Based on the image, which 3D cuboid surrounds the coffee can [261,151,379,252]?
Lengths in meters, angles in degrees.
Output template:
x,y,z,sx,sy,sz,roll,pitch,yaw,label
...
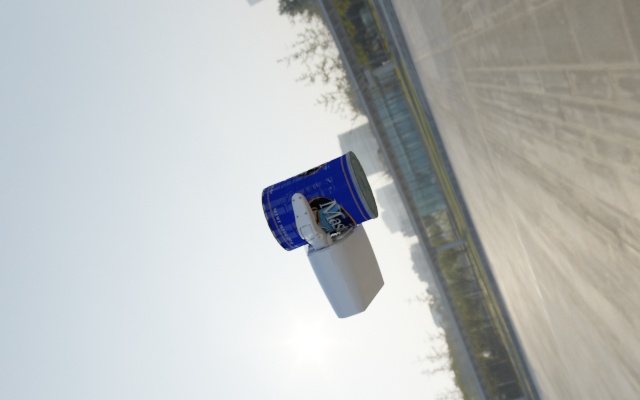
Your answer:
x,y,z,sx,sy,sz,roll,pitch,yaw,label
0.000,0.002,0.692,0.140,0.103,0.103,-22,-6,14,coffee can
